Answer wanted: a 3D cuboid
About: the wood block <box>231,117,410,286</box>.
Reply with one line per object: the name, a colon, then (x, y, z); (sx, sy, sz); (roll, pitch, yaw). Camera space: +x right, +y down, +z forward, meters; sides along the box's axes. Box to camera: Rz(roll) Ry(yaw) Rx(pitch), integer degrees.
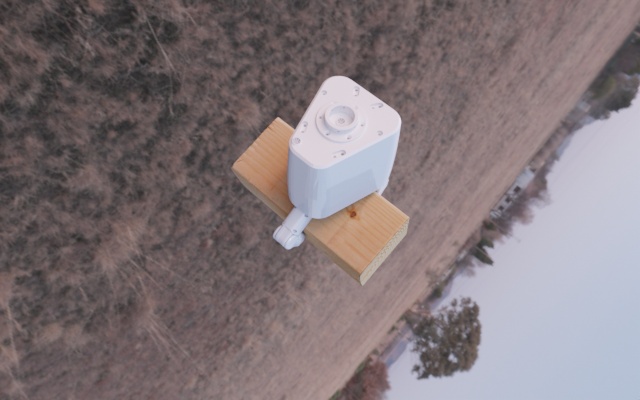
wood block: (0.000, 0.002, 0.601); (0.206, 0.091, 0.090); (39, -9, 16)
